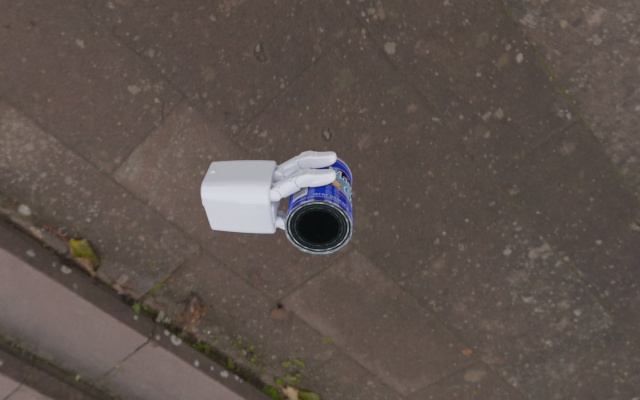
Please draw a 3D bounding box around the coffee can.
[{"bbox_3d":[0.000,0.002,0.767,0.103,0.103,0.140,0,34,3],"label":"coffee can"}]
